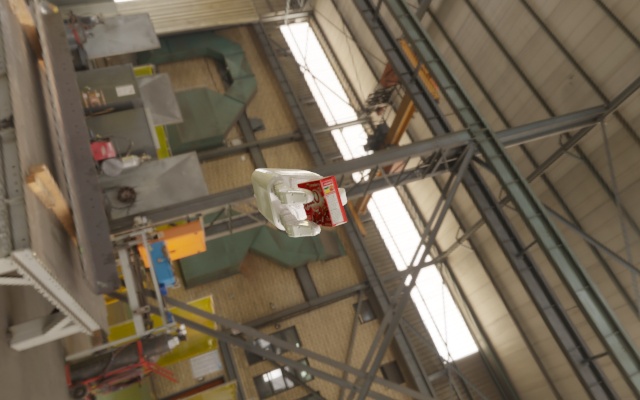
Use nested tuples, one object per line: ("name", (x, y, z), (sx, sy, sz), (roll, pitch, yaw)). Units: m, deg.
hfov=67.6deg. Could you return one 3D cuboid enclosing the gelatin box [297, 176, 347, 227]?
("gelatin box", (0.001, 0.002, 0.741), (0.030, 0.073, 0.089), (-18, 6, -25))
